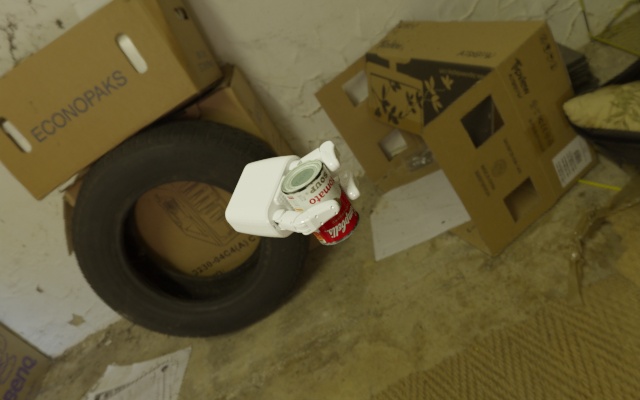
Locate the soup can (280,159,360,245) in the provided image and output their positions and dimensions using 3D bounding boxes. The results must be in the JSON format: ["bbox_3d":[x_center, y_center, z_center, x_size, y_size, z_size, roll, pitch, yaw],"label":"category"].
[{"bbox_3d":[0.000,0.002,0.652,0.068,0.102,0.068,-26,31,17],"label":"soup can"}]
